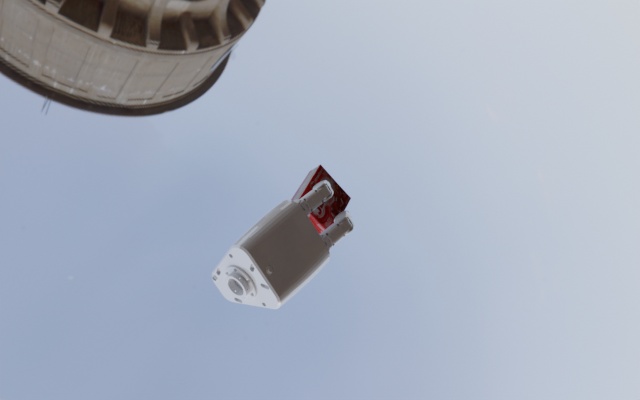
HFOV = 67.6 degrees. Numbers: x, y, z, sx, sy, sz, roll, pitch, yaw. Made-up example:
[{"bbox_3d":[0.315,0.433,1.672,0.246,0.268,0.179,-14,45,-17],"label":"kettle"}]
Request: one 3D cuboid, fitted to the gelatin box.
[{"bbox_3d":[0.000,0.002,0.702,0.030,0.073,0.089,-28,23,41],"label":"gelatin box"}]
